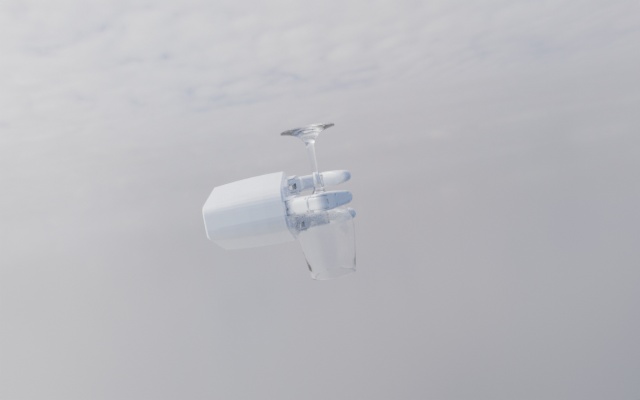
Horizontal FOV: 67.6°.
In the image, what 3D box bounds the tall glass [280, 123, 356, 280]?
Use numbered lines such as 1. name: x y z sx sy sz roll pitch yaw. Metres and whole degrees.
1. tall glass: 0.000 0.001 0.643 0.079 0.201 0.079 -11 2 0
